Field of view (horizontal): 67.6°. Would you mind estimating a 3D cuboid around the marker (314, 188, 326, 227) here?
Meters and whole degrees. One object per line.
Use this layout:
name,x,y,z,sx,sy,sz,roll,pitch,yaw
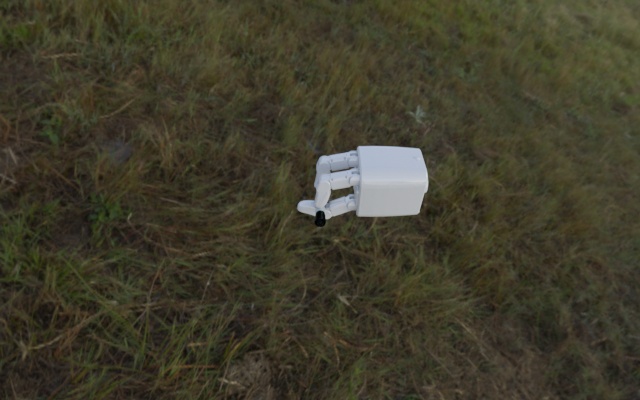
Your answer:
marker,0.000,0.003,0.812,0.020,0.020,0.121,0,38,0
